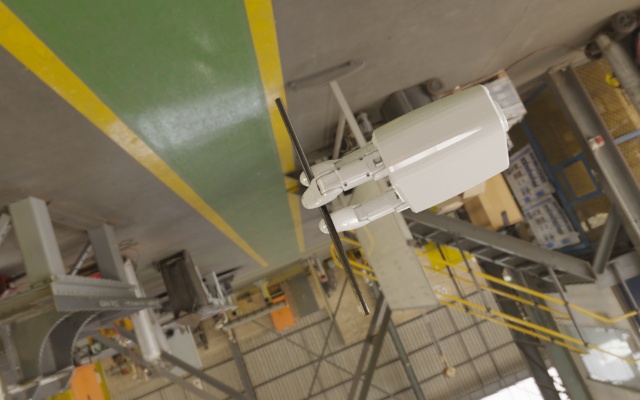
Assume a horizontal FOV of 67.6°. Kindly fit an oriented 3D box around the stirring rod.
[{"bbox_3d":[0.000,0.001,0.484,0.011,0.239,0.011,-22,-11,-4],"label":"stirring rod"}]
